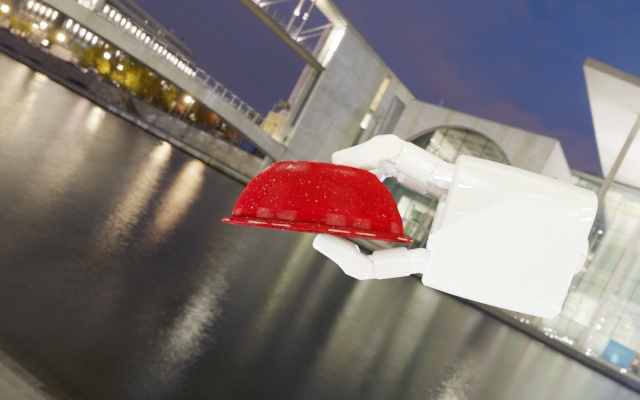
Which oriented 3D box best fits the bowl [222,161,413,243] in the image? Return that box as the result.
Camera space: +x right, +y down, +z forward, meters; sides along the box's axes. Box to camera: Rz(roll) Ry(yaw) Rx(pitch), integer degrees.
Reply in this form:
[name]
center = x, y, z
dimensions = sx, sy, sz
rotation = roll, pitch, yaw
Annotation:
[bowl]
center = -0.001, 0.001, 0.410
dimensions = 0.162, 0.055, 0.162
rotation = 6, -5, 0
